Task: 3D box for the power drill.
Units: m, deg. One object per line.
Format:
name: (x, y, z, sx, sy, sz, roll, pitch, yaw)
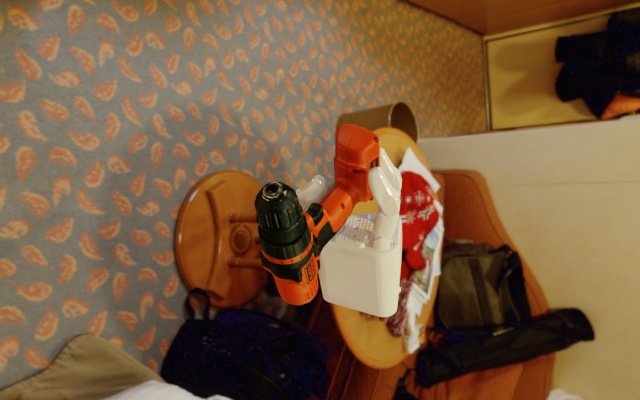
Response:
power drill: (0.000, 0.002, 0.521, 0.057, 0.187, 0.185, 24, -33, 22)
